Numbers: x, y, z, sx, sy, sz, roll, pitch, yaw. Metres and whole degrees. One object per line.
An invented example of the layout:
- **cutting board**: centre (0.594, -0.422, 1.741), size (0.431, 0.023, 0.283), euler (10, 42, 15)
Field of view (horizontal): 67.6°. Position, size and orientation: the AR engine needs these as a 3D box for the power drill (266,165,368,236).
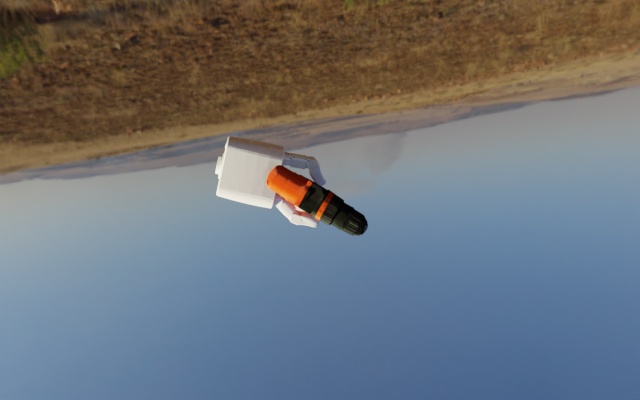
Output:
- **power drill**: centre (0.000, 0.003, 0.853), size (0.184, 0.057, 0.187), euler (32, -1, 4)
